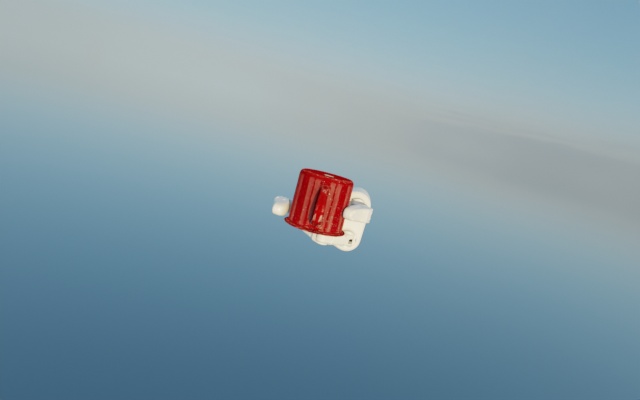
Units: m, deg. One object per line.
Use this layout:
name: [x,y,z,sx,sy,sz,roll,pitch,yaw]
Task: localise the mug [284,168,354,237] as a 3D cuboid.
mug: [0.000,0.002,0.691,0.093,0.081,0.117,15,8,2]
